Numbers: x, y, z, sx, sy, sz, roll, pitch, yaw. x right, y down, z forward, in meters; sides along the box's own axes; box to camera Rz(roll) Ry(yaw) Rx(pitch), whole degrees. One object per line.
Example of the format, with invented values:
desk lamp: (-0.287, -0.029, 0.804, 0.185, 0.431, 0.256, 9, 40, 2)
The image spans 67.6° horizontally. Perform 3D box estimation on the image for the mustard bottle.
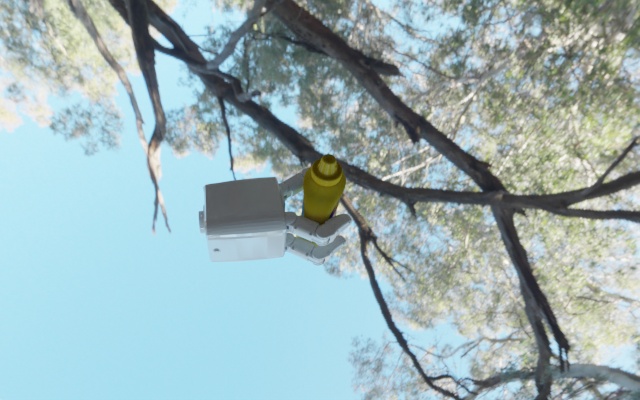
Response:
mustard bottle: (0.000, 0.002, 0.688, 0.058, 0.096, 0.192, 15, -36, 4)
